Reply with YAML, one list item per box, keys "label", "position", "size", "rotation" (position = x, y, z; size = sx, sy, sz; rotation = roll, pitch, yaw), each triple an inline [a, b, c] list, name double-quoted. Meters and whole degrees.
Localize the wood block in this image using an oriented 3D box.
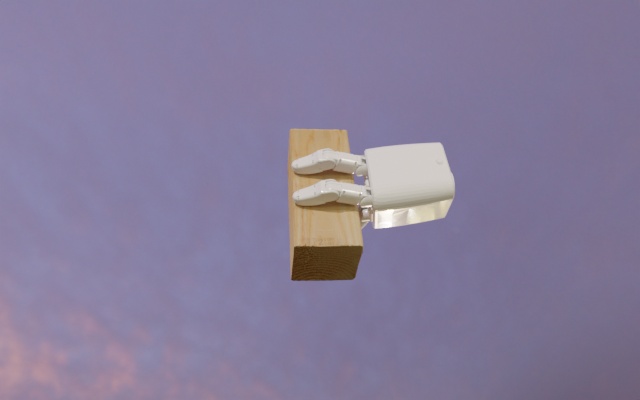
- label: "wood block"
  position: [0.000, 0.002, 0.682]
  size: [0.090, 0.206, 0.091]
  rotation: [0, -38, -6]
